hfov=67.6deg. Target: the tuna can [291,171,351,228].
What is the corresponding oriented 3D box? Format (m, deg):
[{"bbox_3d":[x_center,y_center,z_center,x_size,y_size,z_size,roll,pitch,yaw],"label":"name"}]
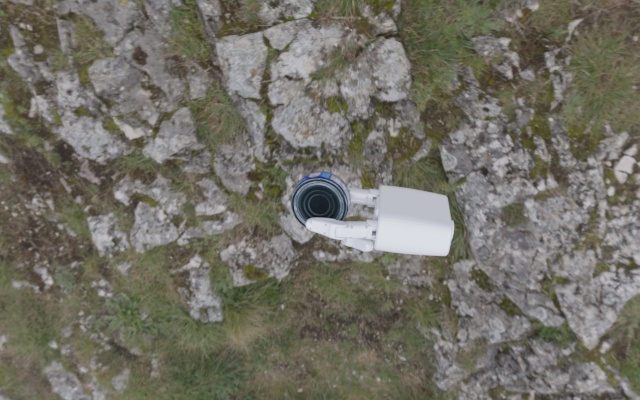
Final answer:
[{"bbox_3d":[0.000,0.002,0.701,0.086,0.086,0.033,0,19,10],"label":"tuna can"}]
